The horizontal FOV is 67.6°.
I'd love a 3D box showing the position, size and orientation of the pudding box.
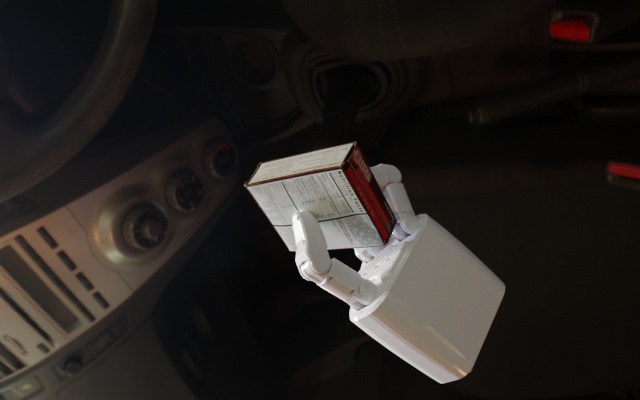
[{"bbox_3d":[0.000,0.002,0.431,0.113,0.090,0.039,-9,34,35],"label":"pudding box"}]
